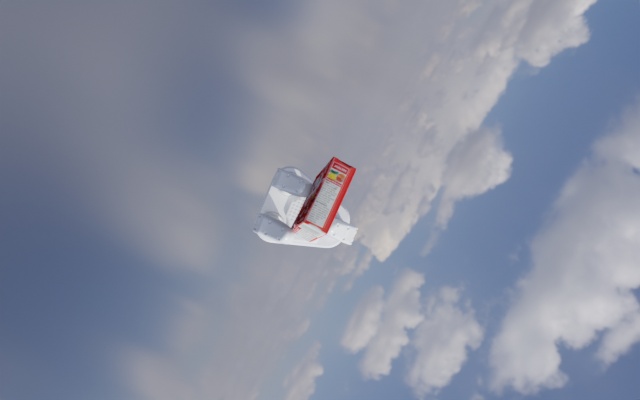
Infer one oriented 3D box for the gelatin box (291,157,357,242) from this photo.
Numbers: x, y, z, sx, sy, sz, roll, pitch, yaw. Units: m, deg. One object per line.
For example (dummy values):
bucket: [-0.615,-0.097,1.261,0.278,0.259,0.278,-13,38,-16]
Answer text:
gelatin box: [0.001,0.002,0.497,0.030,0.073,0.089,27,-14,-6]
